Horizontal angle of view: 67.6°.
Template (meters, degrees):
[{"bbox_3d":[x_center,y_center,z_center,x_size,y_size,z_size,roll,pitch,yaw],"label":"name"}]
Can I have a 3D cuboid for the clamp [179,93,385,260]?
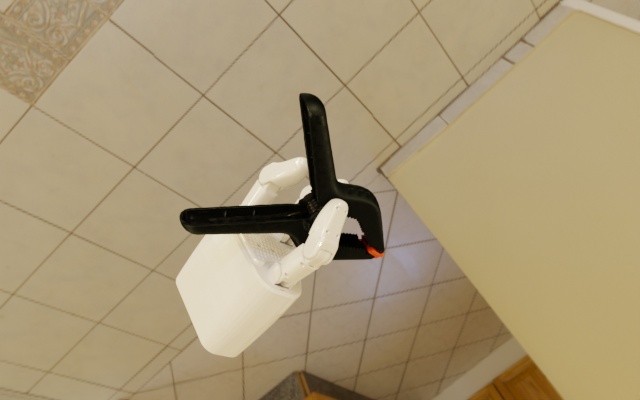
[{"bbox_3d":[0.001,0.002,0.451,0.210,0.164,0.036,26,29,-37],"label":"clamp"}]
